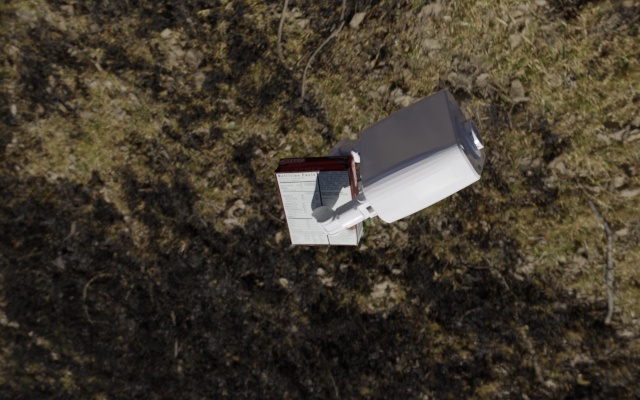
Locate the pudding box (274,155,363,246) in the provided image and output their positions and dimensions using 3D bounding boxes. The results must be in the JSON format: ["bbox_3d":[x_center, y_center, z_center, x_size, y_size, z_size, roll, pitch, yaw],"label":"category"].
[{"bbox_3d":[0.000,0.002,0.577,0.090,0.114,0.039,-1,33,14],"label":"pudding box"}]
